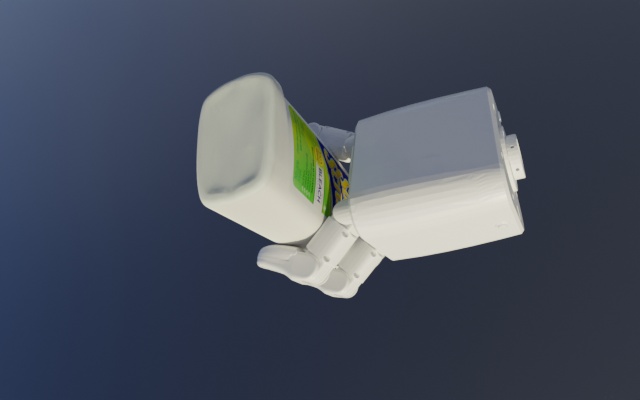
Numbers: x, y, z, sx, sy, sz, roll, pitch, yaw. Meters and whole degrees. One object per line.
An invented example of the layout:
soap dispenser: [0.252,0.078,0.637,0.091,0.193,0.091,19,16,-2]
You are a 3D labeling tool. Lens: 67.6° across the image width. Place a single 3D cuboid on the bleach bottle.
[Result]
bleach bottle: [0.000,0.001,0.419,0.068,0.102,0.251,-15,-27,24]
